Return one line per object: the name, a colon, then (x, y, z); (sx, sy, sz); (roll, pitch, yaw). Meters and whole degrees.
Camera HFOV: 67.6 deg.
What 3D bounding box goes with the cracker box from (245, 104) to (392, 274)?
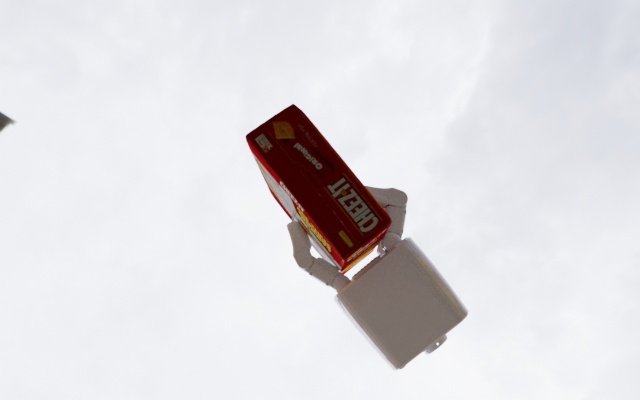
cracker box: (0.000, 0.002, 0.573); (0.072, 0.164, 0.214); (-38, -11, -8)
